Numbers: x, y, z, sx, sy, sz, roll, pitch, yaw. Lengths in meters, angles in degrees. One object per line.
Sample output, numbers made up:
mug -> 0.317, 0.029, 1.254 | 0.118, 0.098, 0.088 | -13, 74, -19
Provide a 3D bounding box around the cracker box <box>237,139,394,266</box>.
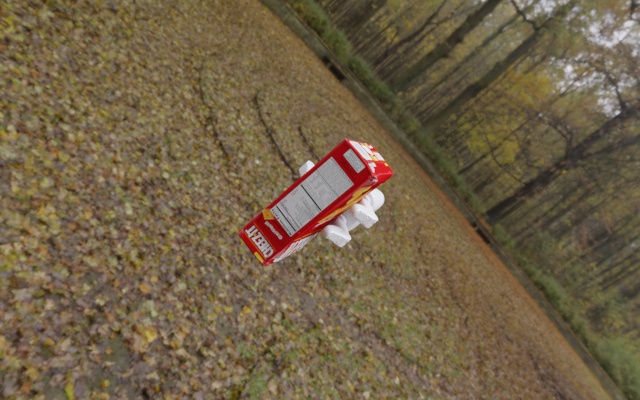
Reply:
cracker box -> 0.000, 0.002, 0.731 | 0.214, 0.072, 0.164 | -40, -8, 16
